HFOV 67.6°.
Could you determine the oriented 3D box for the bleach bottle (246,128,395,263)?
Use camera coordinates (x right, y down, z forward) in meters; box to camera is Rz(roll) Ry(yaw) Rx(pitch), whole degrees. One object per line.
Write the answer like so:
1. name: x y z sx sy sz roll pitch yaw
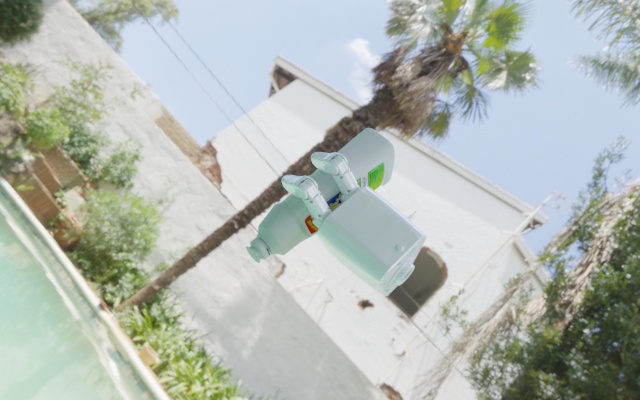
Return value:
1. bleach bottle: 0.000 0.002 0.679 0.250 0.068 0.103 -40 -25 -23
